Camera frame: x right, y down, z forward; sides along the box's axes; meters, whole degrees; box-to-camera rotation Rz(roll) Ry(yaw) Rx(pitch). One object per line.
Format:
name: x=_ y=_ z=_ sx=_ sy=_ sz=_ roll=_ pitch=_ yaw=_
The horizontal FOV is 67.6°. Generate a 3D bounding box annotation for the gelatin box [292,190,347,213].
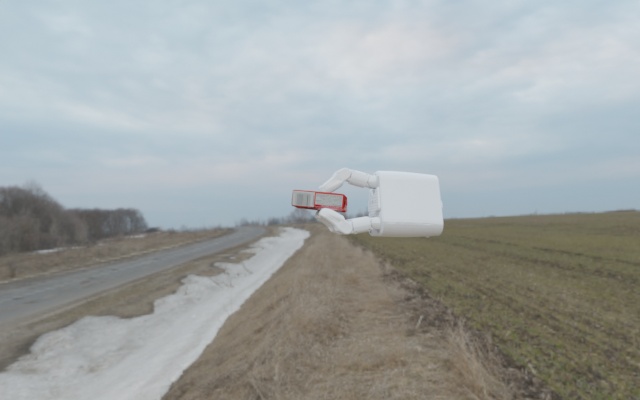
gelatin box: x=0.000 y=0.002 z=0.811 sx=0.089 sy=0.030 sz=0.073 roll=5 pitch=-3 yaw=6
